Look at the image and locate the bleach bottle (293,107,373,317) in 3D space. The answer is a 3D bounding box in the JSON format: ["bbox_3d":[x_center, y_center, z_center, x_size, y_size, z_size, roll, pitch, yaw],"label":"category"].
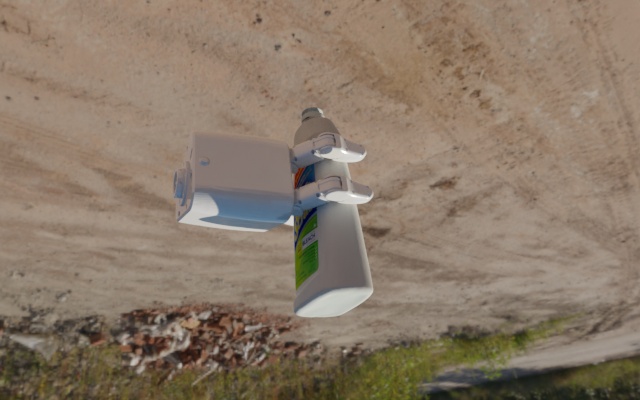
[{"bbox_3d":[0.000,0.002,0.567,0.068,0.250,0.103,6,-31,-25],"label":"bleach bottle"}]
